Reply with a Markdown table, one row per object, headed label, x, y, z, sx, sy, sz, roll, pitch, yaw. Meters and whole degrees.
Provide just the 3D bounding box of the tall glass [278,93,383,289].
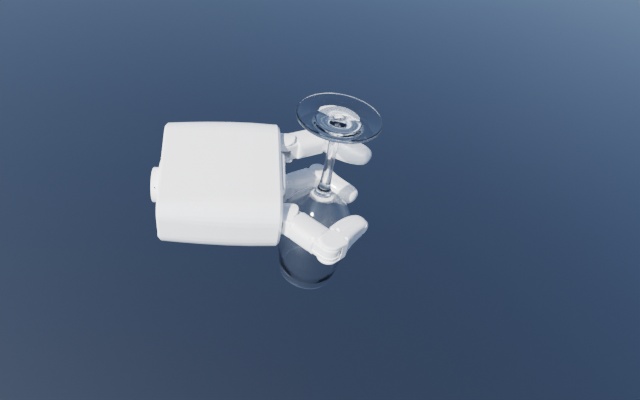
| label | x | y | z | sx | sy | sz | roll | pitch | yaw |
| --- | --- | --- | --- | --- | --- | --- | --- | --- | --- |
| tall glass | 0.000 | 0.001 | 0.467 | 0.079 | 0.201 | 0.079 | 7 | 42 | -6 |
